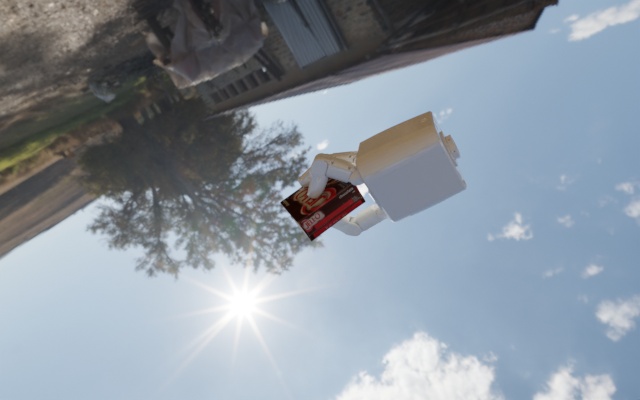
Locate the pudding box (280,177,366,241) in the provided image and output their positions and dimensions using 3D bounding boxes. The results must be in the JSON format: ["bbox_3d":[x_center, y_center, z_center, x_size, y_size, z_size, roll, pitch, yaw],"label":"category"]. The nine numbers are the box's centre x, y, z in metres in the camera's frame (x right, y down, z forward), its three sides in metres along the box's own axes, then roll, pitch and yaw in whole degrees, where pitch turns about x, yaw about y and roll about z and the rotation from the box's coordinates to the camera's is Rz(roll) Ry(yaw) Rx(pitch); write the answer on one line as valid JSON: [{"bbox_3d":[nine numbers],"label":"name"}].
[{"bbox_3d":[0.000,0.002,0.655,0.090,0.039,0.113,-35,18,-6],"label":"pudding box"}]
